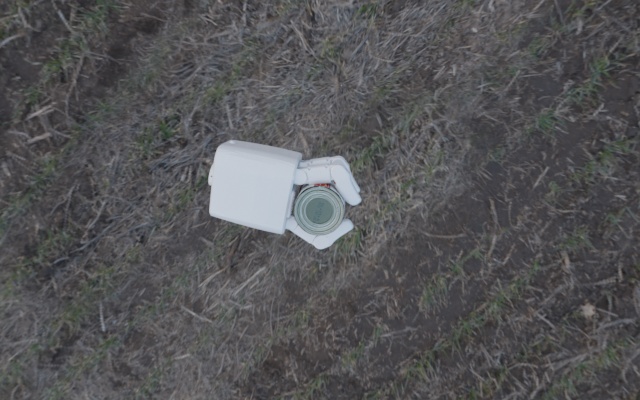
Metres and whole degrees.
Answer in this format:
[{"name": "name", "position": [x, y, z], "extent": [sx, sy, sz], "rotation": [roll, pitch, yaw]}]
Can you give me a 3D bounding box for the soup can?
[{"name": "soup can", "position": [0.001, 0.002, 0.659], "extent": [0.068, 0.068, 0.102], "rotation": [0, 14, 3]}]
